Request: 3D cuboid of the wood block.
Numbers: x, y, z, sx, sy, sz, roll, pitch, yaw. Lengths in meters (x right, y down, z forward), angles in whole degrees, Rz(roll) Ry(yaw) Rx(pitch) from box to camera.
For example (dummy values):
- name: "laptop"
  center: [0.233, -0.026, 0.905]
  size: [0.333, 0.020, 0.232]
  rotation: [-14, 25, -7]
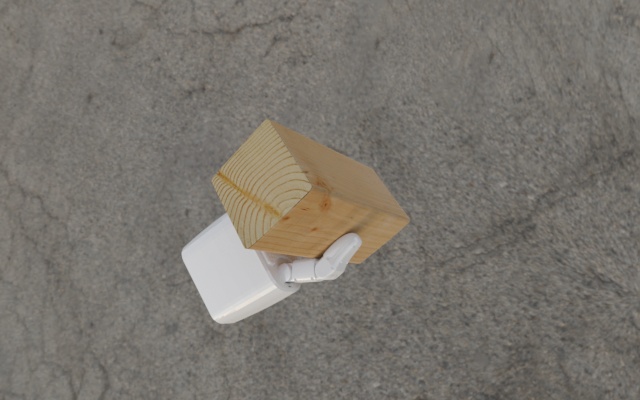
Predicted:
- name: "wood block"
  center: [0.000, 0.002, 0.515]
  size: [0.090, 0.090, 0.206]
  rotation: [-43, -30, 20]
